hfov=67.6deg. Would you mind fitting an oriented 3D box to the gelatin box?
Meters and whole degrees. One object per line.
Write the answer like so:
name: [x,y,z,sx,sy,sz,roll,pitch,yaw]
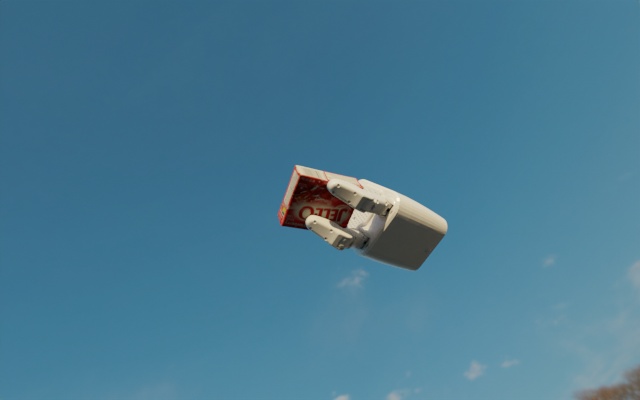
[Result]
gelatin box: [0.000,0.002,0.596,0.089,0.073,0.030,11,26,-23]
